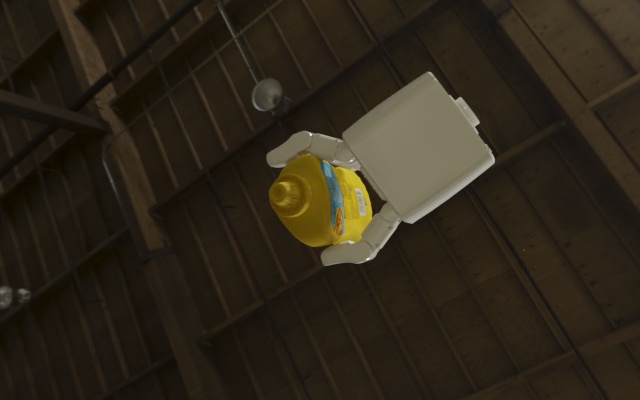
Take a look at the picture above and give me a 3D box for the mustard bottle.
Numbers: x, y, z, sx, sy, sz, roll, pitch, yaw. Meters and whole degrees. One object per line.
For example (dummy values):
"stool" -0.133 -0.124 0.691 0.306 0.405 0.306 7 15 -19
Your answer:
"mustard bottle" 0.000 0.002 0.514 0.058 0.096 0.191 -13 -10 22
